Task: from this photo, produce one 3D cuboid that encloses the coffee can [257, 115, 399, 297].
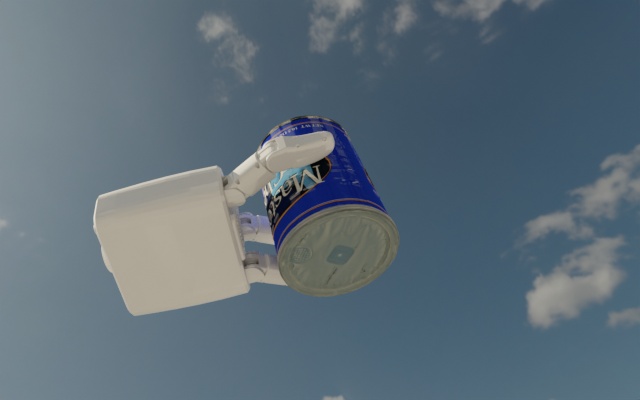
[{"bbox_3d":[0.000,0.001,0.441,0.103,0.103,0.140,0,40,-18],"label":"coffee can"}]
